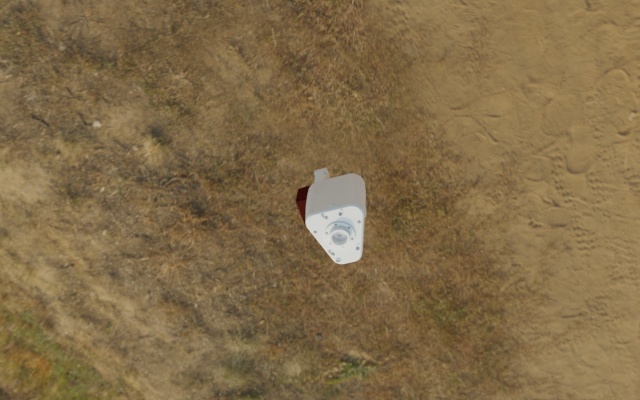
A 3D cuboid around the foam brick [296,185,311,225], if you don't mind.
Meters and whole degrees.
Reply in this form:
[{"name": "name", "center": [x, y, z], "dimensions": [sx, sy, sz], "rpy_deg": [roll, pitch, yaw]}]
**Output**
[{"name": "foam brick", "center": [0.000, 0.003, 0.865], "dimensions": [0.078, 0.053, 0.051], "rpy_deg": [-14, 27, 11]}]
